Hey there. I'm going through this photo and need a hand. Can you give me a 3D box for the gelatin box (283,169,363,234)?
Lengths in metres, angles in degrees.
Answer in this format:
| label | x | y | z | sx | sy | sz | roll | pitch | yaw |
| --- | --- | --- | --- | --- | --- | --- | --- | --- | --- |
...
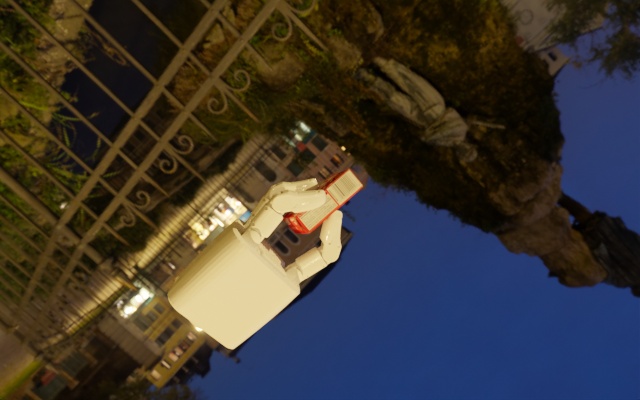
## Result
| label | x | y | z | sx | sy | sz | roll | pitch | yaw |
| --- | --- | --- | --- | --- | --- | --- | --- | --- | --- |
| gelatin box | 0.001 | 0.002 | 0.576 | 0.089 | 0.030 | 0.073 | -41 | 7 | -13 |
